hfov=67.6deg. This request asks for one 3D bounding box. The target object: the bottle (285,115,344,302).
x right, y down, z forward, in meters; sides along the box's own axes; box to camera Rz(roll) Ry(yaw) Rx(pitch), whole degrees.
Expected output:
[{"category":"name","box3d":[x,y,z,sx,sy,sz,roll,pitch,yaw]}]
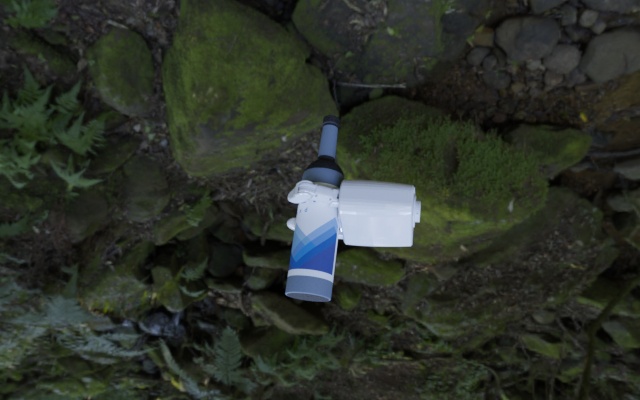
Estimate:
[{"category":"bottle","box3d":[0.000,0.003,0.737,0.069,0.295,0.069,7,-20,2]}]
